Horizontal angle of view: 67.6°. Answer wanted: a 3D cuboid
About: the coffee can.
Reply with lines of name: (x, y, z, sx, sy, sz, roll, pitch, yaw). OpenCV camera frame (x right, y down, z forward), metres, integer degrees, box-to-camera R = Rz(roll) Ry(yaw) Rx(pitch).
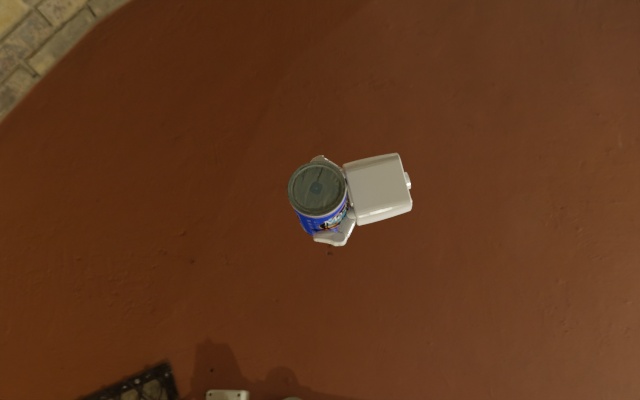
coffee can: (0.000, 0.003, 0.883, 0.103, 0.102, 0.140, 0, -20, 6)
